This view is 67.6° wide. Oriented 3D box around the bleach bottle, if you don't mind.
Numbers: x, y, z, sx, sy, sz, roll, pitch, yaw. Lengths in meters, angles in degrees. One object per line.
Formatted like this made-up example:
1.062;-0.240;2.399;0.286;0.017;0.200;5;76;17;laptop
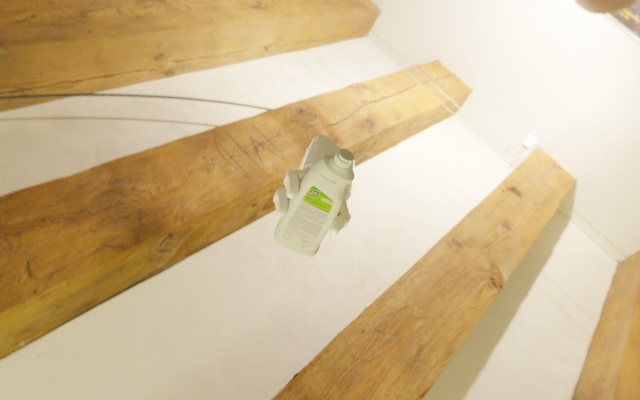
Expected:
0.000;0.003;0.892;0.102;0.068;0.251;24;-47;-11;bleach bottle
